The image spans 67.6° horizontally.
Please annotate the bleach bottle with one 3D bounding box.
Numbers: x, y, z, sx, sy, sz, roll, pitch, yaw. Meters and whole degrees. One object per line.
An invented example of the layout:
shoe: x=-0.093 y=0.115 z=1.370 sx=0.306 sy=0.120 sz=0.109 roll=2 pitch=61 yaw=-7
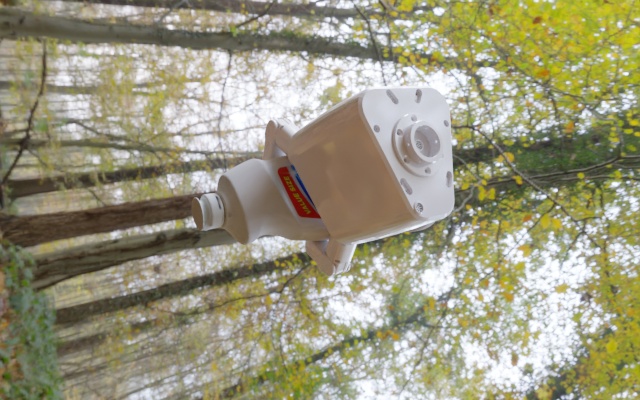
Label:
bleach bottle: x=0.000 y=0.001 z=0.476 sx=0.251 sy=0.102 sz=0.068 roll=-10 pitch=-6 yaw=-32
